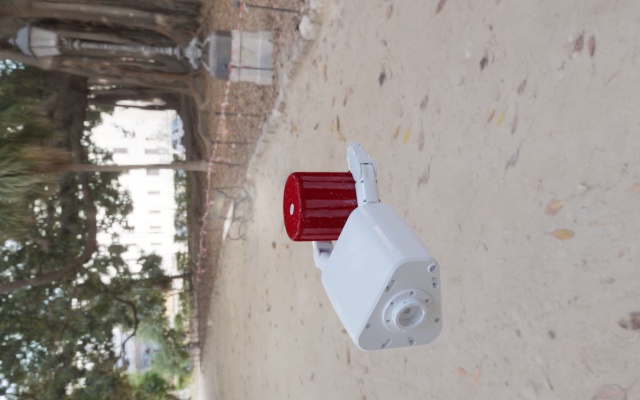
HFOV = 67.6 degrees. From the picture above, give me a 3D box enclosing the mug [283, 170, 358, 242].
[{"bbox_3d":[-0.001,0.001,0.575,0.081,0.093,0.117,0,26,-18],"label":"mug"}]
